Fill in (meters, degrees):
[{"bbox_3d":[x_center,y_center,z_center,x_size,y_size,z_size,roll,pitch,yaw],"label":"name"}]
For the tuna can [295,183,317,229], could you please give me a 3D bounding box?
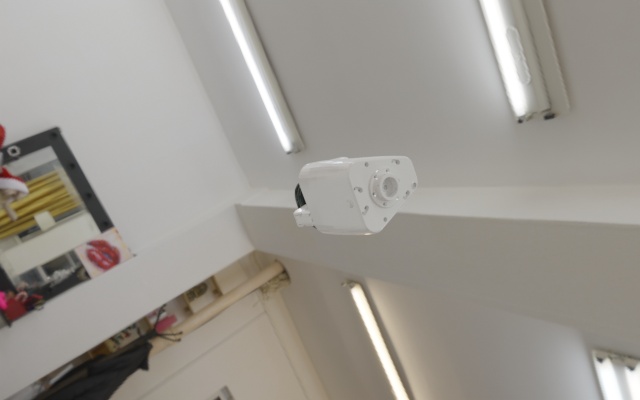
[{"bbox_3d":[0.000,0.002,0.745,0.033,0.086,0.086,-32,18,-32],"label":"tuna can"}]
